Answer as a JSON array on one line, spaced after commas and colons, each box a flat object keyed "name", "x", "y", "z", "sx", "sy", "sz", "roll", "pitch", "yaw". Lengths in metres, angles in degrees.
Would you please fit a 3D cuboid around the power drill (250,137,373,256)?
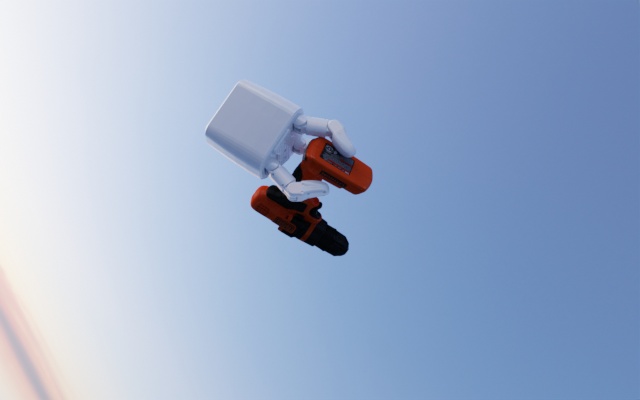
[{"name": "power drill", "x": 0.000, "y": 0.002, "z": 0.744, "sx": 0.184, "sy": 0.057, "sz": 0.188, "roll": 31, "pitch": -45, "yaw": -11}]
